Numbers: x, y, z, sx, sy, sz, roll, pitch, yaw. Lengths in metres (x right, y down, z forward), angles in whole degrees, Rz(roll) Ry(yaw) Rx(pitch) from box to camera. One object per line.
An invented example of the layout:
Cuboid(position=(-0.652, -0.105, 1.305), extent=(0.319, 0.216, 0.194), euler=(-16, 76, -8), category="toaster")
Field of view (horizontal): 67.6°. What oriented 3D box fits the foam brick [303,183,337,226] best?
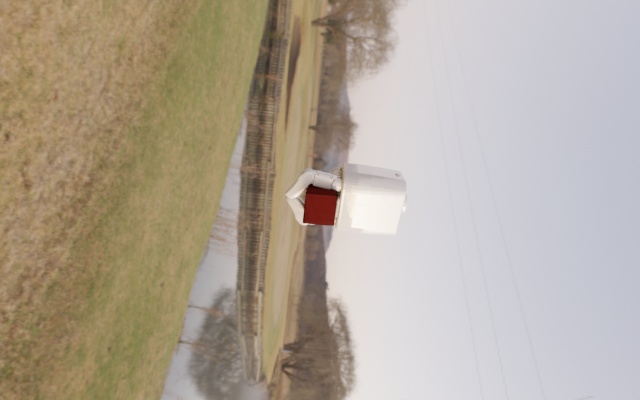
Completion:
Cuboid(position=(0.000, 0.003, 0.787), extent=(0.051, 0.053, 0.078), euler=(6, 19, -1), category="foam brick")
